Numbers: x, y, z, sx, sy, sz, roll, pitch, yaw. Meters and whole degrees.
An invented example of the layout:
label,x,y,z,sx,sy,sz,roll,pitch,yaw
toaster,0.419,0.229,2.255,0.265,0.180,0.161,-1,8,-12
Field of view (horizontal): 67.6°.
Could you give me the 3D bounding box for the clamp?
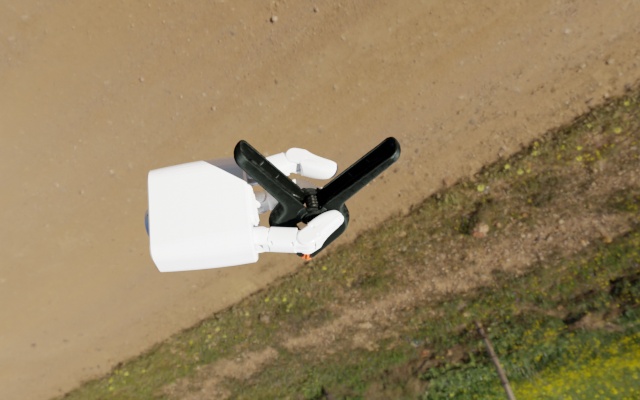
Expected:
label,x,y,z,sx,sy,sz,roll,pitch,yaw
clamp,0.000,0.003,0.536,0.164,0.036,0.210,-6,-36,-3
